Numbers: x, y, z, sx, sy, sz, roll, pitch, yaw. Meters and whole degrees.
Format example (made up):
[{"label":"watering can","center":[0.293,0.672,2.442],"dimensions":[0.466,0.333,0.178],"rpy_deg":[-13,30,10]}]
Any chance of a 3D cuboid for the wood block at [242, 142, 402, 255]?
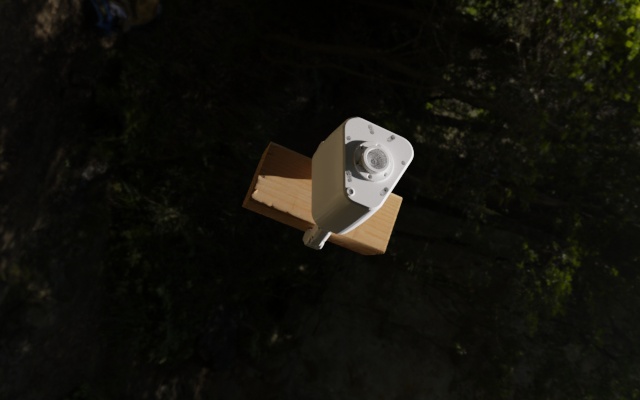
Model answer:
[{"label":"wood block","center":[0.000,0.003,0.704],"dimensions":[0.206,0.091,0.090],"rpy_deg":[23,-12,-11]}]
